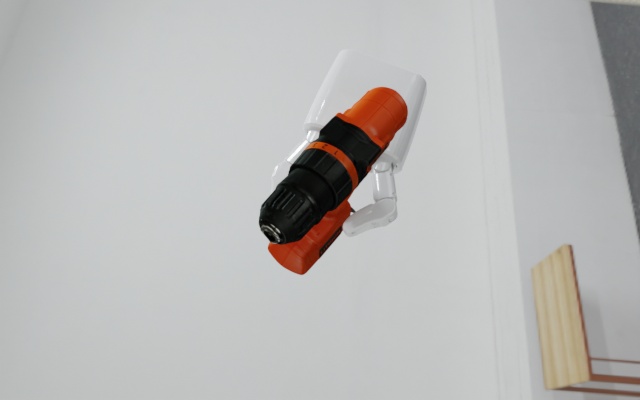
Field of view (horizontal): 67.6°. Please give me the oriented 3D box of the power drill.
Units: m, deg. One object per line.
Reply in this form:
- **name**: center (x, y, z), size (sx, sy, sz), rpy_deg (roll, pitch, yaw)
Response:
- **power drill**: center (0.000, 0.001, 0.450), size (0.184, 0.057, 0.188), rpy_deg (-47, -9, -31)
